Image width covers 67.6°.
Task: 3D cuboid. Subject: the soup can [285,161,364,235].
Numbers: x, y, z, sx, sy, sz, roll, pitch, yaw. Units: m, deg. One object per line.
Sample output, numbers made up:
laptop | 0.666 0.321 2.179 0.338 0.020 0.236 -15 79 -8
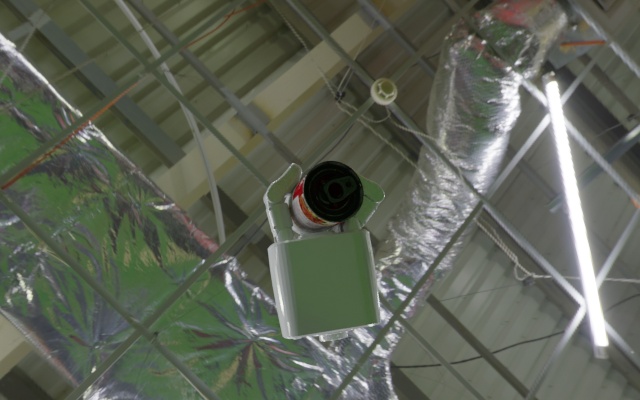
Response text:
soup can | 0.000 0.001 0.552 0.068 0.068 0.102 0 -13 -17
